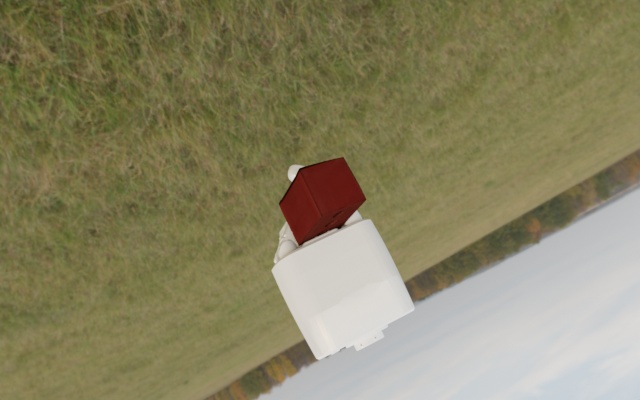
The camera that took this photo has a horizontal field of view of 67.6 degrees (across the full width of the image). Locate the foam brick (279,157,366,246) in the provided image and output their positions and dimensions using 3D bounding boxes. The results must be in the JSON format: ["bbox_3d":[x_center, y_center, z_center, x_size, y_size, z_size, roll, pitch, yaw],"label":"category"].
[{"bbox_3d":[0.000,0.001,0.476,0.053,0.051,0.078,-18,-18,-27],"label":"foam brick"}]
